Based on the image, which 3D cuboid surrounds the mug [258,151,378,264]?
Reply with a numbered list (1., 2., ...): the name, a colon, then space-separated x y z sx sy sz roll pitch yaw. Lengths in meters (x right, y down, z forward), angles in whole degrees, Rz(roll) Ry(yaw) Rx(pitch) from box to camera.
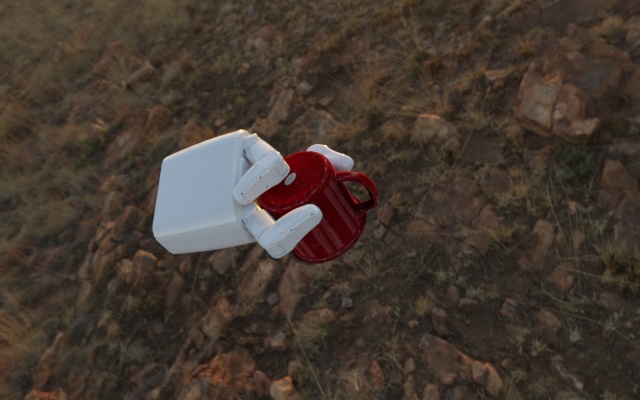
1. mug: 0.001 0.001 0.483 0.117 0.093 0.081 -14 -45 23
